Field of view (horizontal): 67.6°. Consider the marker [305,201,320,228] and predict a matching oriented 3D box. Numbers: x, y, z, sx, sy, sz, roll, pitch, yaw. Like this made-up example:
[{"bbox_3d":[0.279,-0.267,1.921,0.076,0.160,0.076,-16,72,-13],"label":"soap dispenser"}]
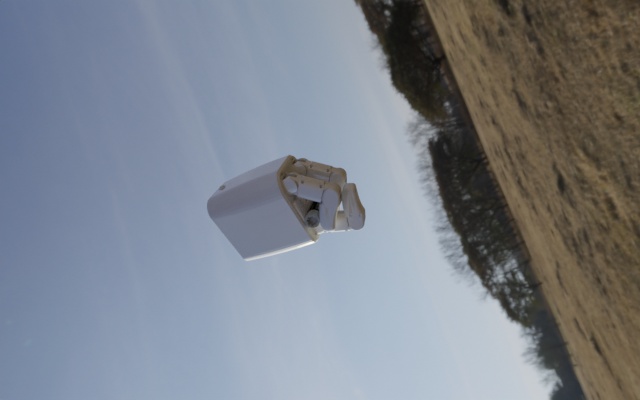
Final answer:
[{"bbox_3d":[0.000,0.002,0.629,0.020,0.020,0.121,0,23,11],"label":"marker"}]
